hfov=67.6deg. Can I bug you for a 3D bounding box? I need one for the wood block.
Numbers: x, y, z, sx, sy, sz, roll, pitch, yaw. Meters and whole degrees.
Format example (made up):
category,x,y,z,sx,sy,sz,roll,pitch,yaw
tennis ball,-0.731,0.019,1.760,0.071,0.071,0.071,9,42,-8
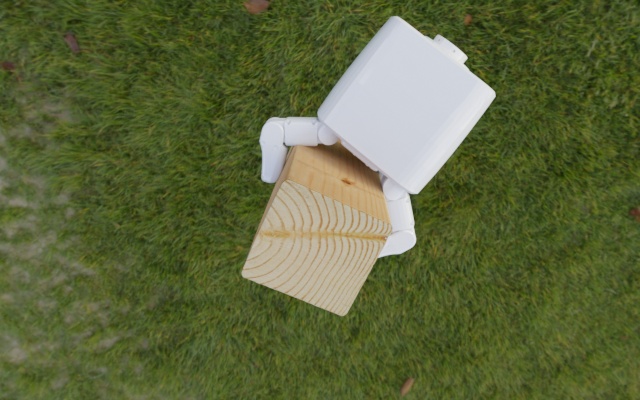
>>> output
category,x,y,z,sx,sy,sz,roll,pitch,yaw
wood block,0.000,0.001,0.452,0.091,0.090,0.206,24,20,-6
